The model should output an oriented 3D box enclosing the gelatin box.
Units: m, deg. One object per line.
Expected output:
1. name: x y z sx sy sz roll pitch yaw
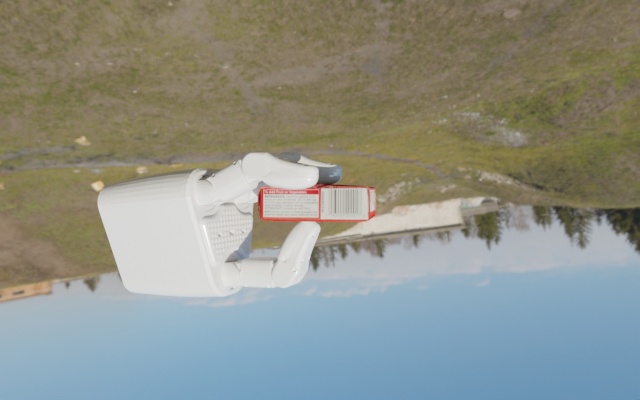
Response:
1. gelatin box: 0.000 0.002 0.401 0.089 0.030 0.073 0 1 11
